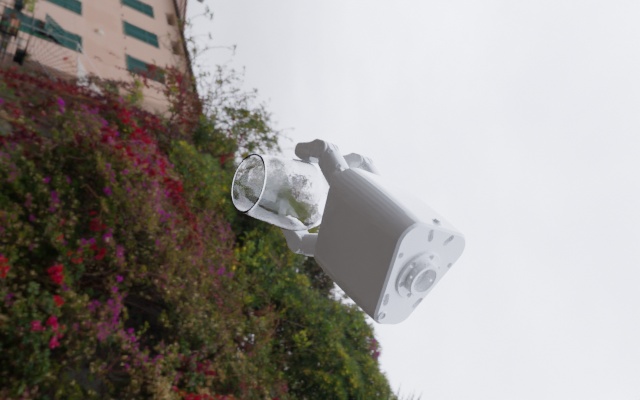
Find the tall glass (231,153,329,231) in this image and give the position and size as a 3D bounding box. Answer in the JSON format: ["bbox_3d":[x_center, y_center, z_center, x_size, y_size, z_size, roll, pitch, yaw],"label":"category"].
[{"bbox_3d":[0.000,0.002,0.545,0.201,0.079,0.079,15,-10,-40],"label":"tall glass"}]
